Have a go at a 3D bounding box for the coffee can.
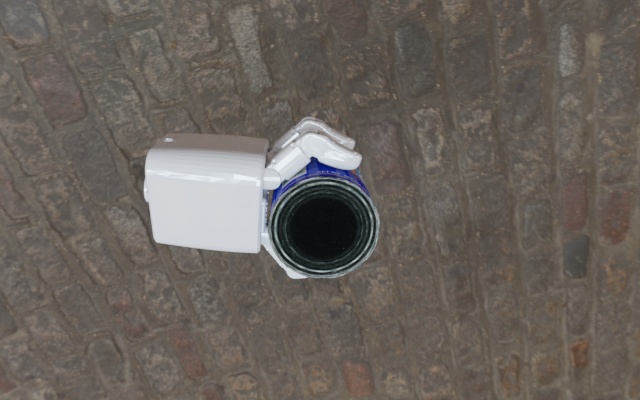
[{"bbox_3d":[0.000,0.002,0.497,0.103,0.103,0.140,0,21,-3],"label":"coffee can"}]
